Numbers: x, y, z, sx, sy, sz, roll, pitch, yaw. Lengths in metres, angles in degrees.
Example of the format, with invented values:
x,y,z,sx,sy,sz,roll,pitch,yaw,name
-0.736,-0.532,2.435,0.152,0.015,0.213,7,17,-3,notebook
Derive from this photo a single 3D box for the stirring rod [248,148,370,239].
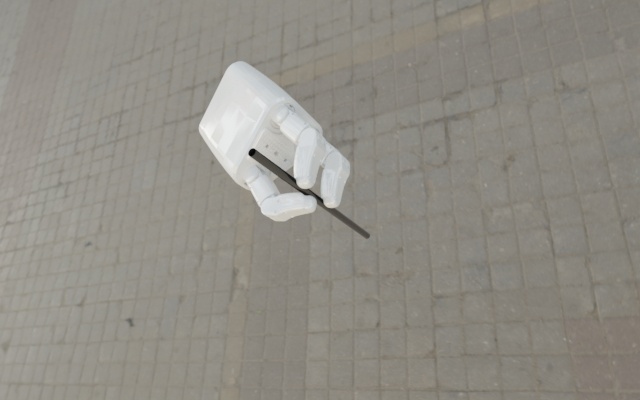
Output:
x,y,z,sx,sy,sz,roll,pitch,yaw,name
0.000,0.002,0.502,0.011,0.011,0.240,0,-21,31,stirring rod
